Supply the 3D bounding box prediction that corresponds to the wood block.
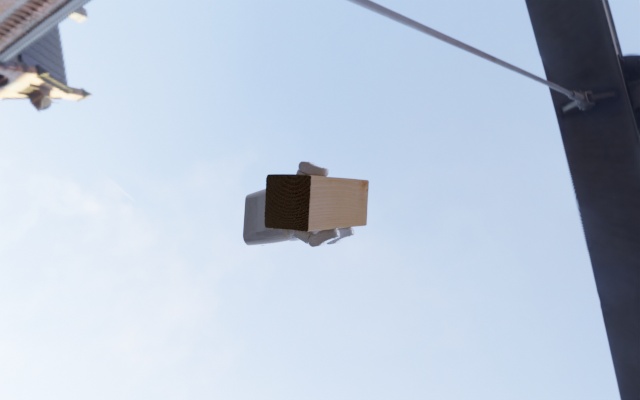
[{"bbox_3d":[0.000,0.002,0.849,0.090,0.091,0.206,3,2,31],"label":"wood block"}]
